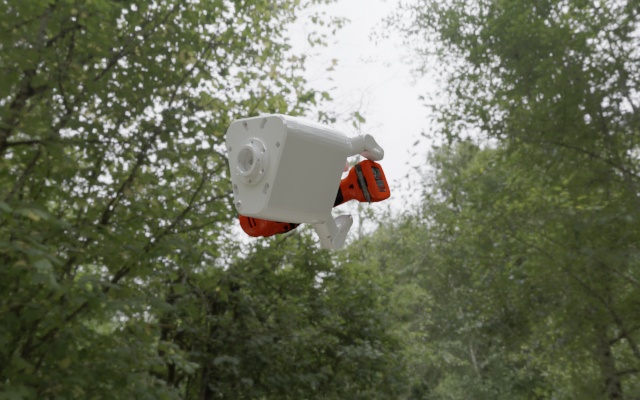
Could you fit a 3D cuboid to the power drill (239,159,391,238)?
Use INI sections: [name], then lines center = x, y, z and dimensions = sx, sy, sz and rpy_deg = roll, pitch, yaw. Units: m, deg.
[power drill]
center = 0.000, 0.002, 0.668
dimensions = 0.187, 0.057, 0.184
rpy_deg = -21, -3, 16
